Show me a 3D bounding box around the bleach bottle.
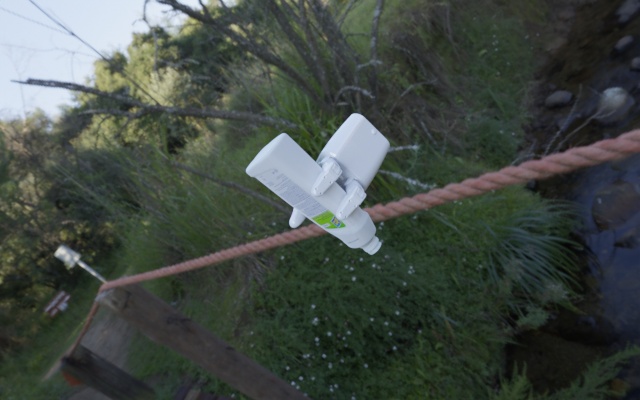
[{"bbox_3d":[0.000,0.003,0.794,0.251,0.068,0.102,42,-30,-15],"label":"bleach bottle"}]
